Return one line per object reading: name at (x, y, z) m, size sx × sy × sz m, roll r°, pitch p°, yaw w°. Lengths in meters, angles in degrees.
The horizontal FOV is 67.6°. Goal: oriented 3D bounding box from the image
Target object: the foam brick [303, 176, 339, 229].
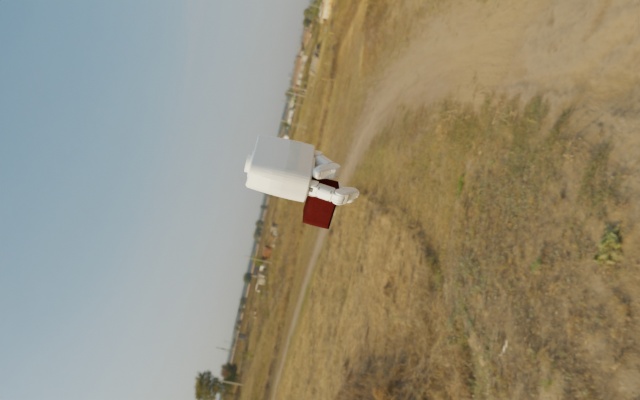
foam brick at (0.000, 0.003, 0.878) m, size 0.051 × 0.078 × 0.053 m, roll 12°, pitch 28°, yaw -8°
